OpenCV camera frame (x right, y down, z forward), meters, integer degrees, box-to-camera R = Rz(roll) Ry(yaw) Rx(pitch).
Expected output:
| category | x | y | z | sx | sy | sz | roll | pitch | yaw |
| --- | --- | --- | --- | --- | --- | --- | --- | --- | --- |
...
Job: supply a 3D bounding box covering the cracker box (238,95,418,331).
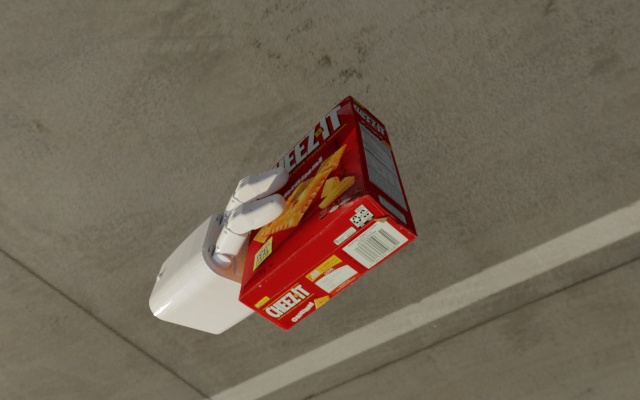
| category | x | y | z | sx | sy | sz | roll | pitch | yaw |
| --- | --- | --- | --- | --- | --- | --- | --- | --- | --- |
| cracker box | 0.000 | 0.002 | 0.500 | 0.072 | 0.164 | 0.213 | 39 | 25 | -24 |
